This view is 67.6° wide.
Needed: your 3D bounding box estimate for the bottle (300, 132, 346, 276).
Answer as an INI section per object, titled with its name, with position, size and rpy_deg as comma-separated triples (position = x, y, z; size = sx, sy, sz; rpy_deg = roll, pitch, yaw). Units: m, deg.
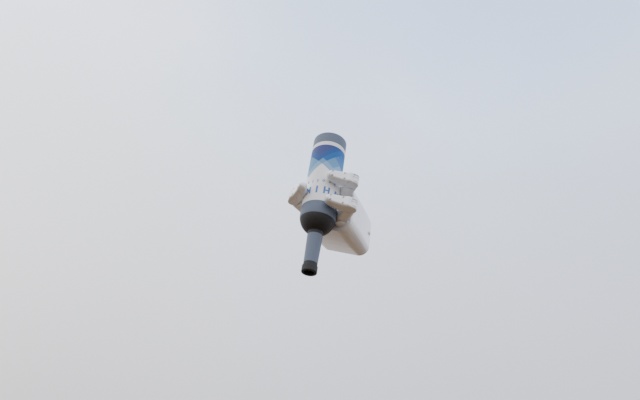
[bottle]
position = 0.000, 0.003, 0.888
size = 0.069, 0.295, 0.069
rpy_deg = 6, -35, 4
